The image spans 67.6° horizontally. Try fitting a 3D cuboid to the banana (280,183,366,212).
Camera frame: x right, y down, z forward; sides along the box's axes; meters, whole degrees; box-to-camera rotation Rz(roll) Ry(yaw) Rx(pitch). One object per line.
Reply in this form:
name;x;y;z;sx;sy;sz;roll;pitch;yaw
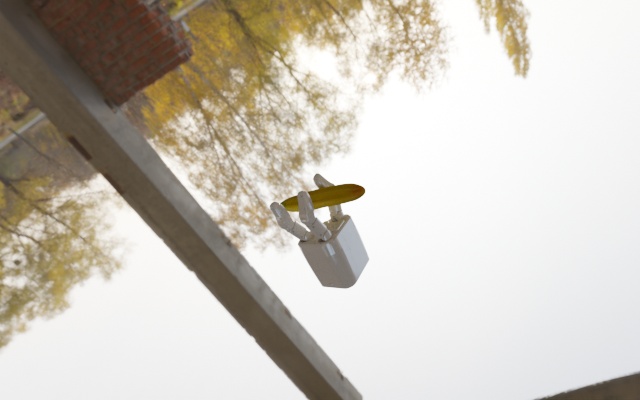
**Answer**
banana;0.005;-0.002;0.883;0.198;0.037;0.069;-13;12;30
